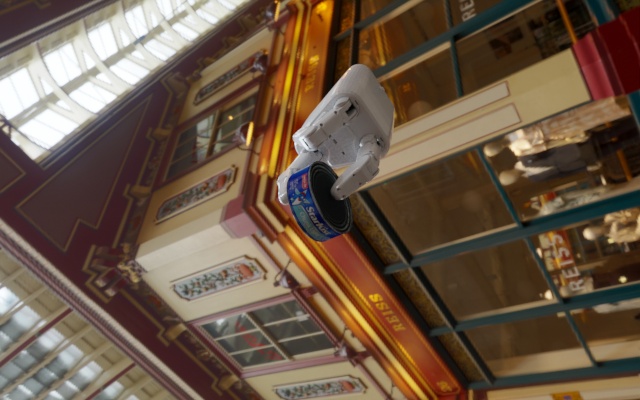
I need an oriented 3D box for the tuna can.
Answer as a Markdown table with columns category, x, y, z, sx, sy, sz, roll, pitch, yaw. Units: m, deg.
| category | x | y | z | sx | sy | sz | roll | pitch | yaw |
| --- | --- | --- | --- | --- | --- | --- | --- | --- | --- |
| tuna can | 0.000 | 0.002 | 0.529 | 0.034 | 0.086 | 0.086 | -24 | -11 | 25 |
